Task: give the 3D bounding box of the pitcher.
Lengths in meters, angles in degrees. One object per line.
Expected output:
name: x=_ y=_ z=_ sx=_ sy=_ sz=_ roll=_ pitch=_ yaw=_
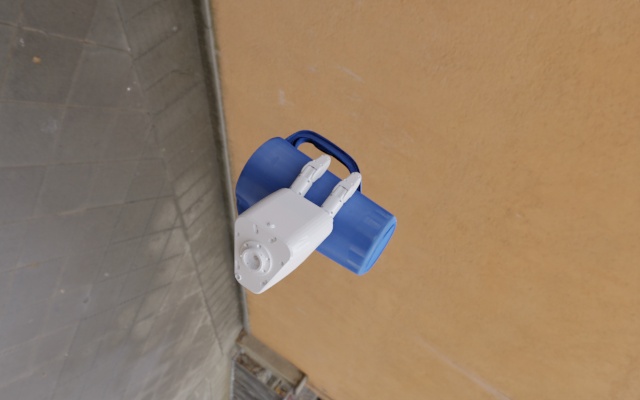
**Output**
pitcher: x=0.000 y=0.003 z=0.764 sx=0.243 sy=0.149 sz=0.145 roll=32 pitch=31 yaw=15
